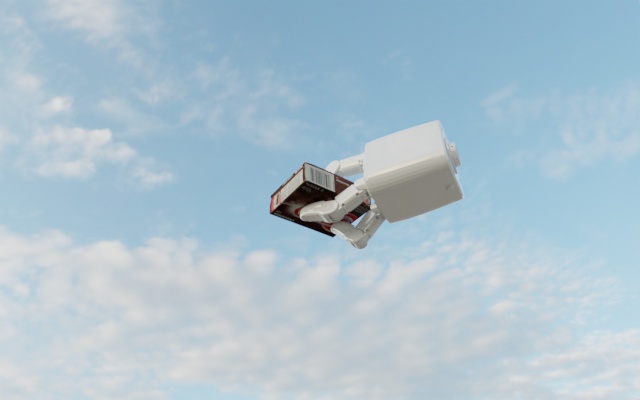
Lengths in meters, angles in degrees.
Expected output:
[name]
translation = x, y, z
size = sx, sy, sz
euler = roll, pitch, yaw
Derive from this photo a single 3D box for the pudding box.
[pudding box]
translation = 0.000, 0.002, 0.661
size = 0.113, 0.039, 0.090
euler = 24, -45, -27
